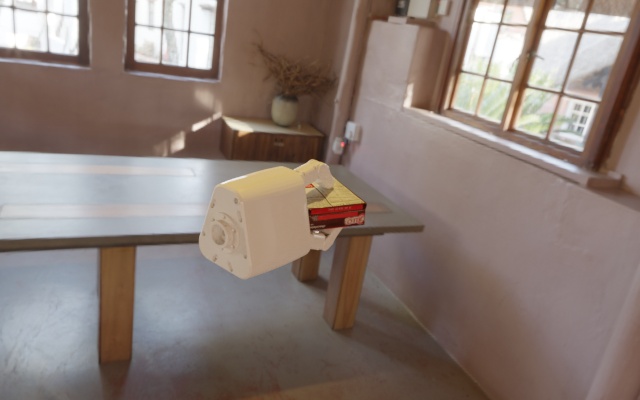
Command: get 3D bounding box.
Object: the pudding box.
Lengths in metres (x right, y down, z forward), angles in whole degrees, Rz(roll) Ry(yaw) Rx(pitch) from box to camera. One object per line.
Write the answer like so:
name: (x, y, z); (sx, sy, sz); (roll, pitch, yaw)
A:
pudding box: (0.000, 0.002, 0.676); (0.090, 0.039, 0.113); (-4, 26, -24)
